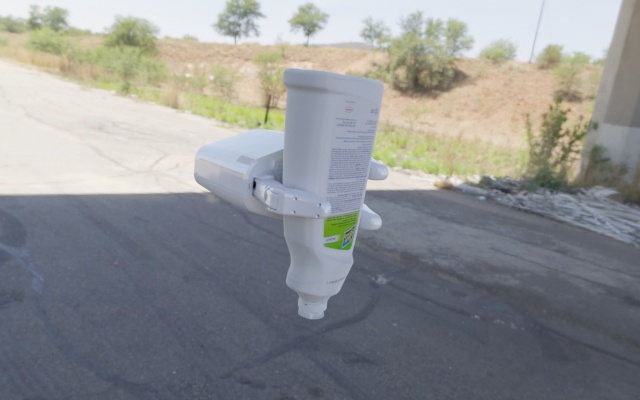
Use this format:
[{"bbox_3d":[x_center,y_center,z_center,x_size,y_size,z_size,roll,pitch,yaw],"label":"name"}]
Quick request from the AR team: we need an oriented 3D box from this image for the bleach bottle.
[{"bbox_3d":[0.000,0.002,0.482,0.102,0.251,0.068,-6,18,-45],"label":"bleach bottle"}]
